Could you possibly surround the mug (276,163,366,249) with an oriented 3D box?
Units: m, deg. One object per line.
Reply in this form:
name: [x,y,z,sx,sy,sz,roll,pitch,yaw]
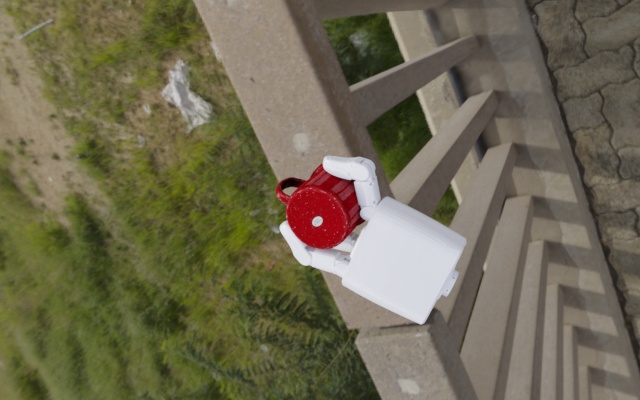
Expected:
mug: [-0.001,0.001,0.580,0.117,0.093,0.081,25,31,14]
